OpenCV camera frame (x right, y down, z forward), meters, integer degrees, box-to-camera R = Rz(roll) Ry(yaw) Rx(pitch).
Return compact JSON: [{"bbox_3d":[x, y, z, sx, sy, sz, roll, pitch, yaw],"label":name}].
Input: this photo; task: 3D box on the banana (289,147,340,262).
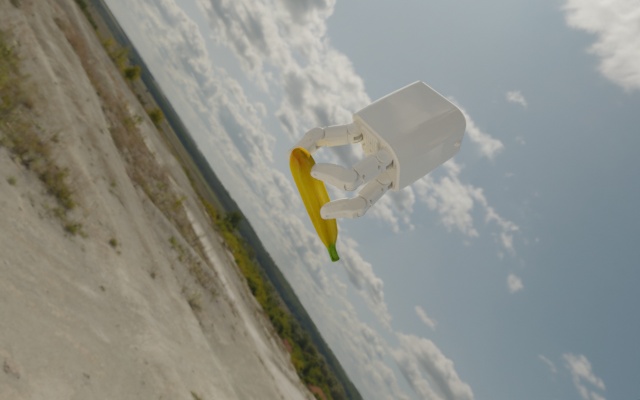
[{"bbox_3d":[-0.006,-0.005,0.650,0.037,0.198,0.069,-27,39,-7],"label":"banana"}]
